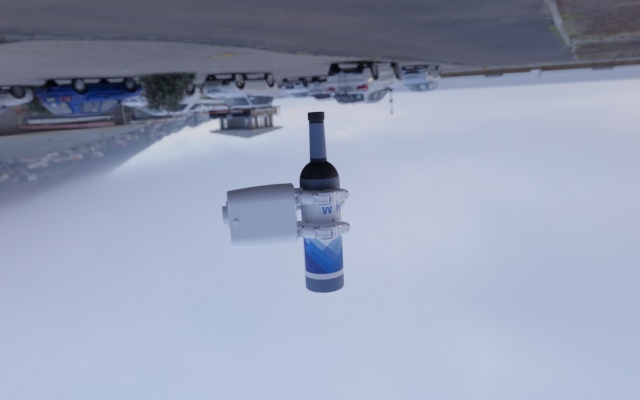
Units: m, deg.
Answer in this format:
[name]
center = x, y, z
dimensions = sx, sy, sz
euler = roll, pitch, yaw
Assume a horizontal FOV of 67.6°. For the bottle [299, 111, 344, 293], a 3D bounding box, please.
[bottle]
center = 0.000, 0.003, 0.791
dimensions = 0.069, 0.296, 0.069
euler = -3, 12, 1
